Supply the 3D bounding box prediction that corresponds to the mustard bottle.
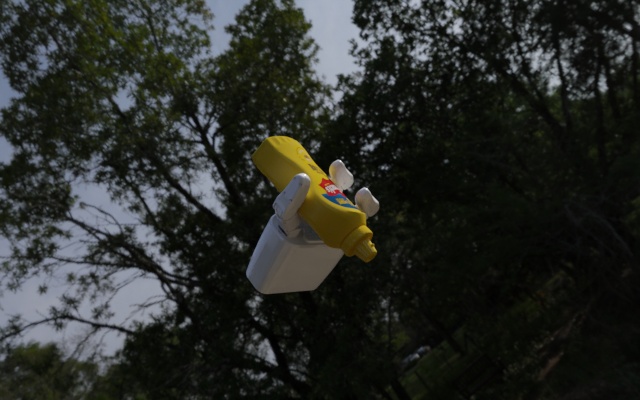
[{"bbox_3d":[0.000,0.002,0.592,0.191,0.058,0.096,48,14,24],"label":"mustard bottle"}]
